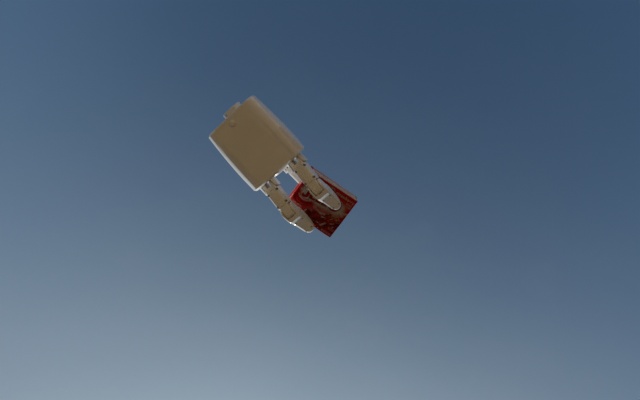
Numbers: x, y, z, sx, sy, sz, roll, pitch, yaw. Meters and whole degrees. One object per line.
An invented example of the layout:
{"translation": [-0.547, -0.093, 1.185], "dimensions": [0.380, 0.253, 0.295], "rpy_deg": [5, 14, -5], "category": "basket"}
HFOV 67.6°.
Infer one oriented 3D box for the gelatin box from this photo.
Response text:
{"translation": [0.000, 0.002, 0.735], "dimensions": [0.089, 0.073, 0.030], "rpy_deg": [34, 16, -10], "category": "gelatin box"}
